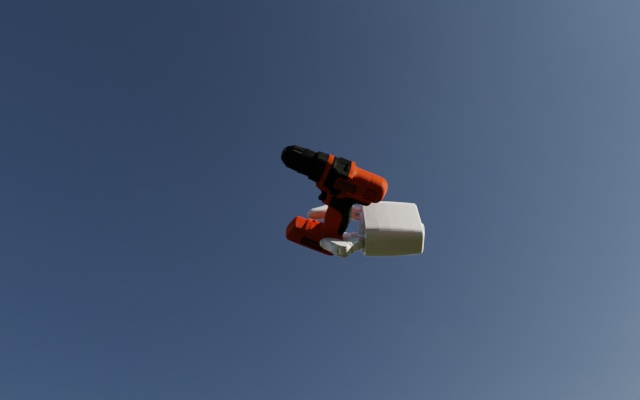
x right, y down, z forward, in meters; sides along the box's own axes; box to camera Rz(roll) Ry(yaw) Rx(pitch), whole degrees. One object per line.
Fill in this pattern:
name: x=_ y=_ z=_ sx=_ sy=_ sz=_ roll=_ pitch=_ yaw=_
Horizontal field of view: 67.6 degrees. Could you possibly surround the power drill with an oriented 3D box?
power drill: x=0.000 y=0.003 z=0.832 sx=0.184 sy=0.188 sz=0.057 roll=22 pitch=40 yaw=-3
